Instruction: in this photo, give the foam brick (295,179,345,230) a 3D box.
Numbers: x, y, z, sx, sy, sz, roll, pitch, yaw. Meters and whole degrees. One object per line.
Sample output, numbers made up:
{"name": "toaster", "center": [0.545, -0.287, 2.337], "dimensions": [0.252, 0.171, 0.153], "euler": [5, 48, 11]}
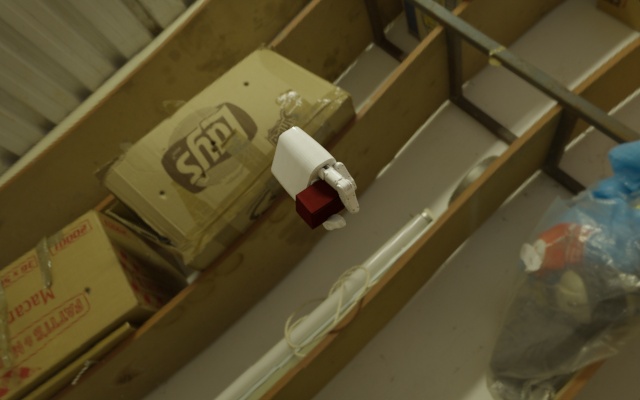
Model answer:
{"name": "foam brick", "center": [0.000, 0.003, 0.843], "dimensions": [0.078, 0.051, 0.053], "euler": [-33, -27, -22]}
